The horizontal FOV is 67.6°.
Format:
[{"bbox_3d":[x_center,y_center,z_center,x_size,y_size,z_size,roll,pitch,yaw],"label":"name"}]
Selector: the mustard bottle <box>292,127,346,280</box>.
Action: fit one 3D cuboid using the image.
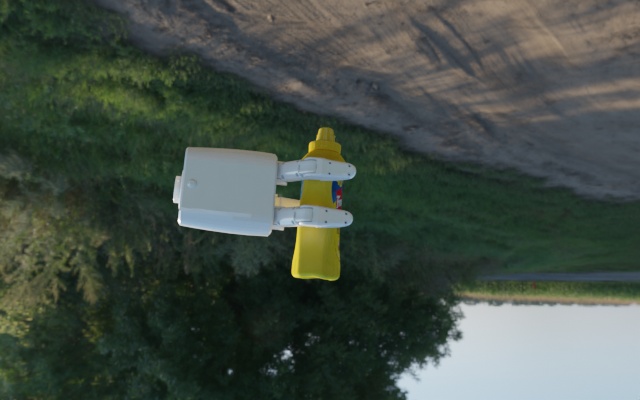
[{"bbox_3d":[0.000,0.002,0.600,0.058,0.191,0.096,2,-10,10],"label":"mustard bottle"}]
